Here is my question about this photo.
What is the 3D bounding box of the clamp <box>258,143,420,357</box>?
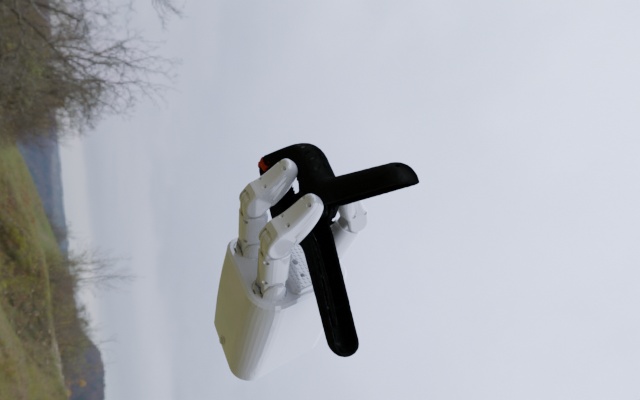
[{"bbox_3d":[0.000,0.001,0.412,0.036,0.165,0.210,1,34,-32],"label":"clamp"}]
